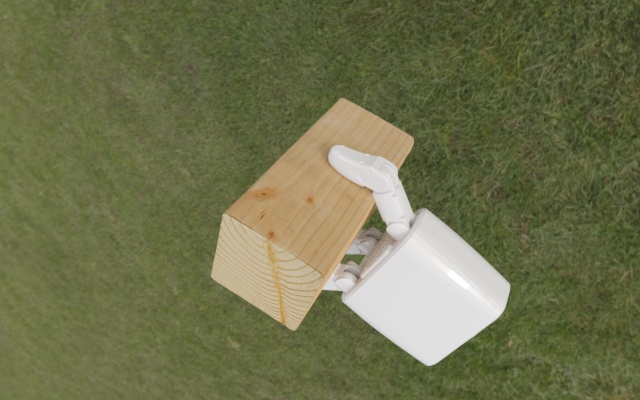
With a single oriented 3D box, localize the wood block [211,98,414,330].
[{"bbox_3d":[0.000,0.002,0.446,0.090,0.091,0.206,31,46,8],"label":"wood block"}]
